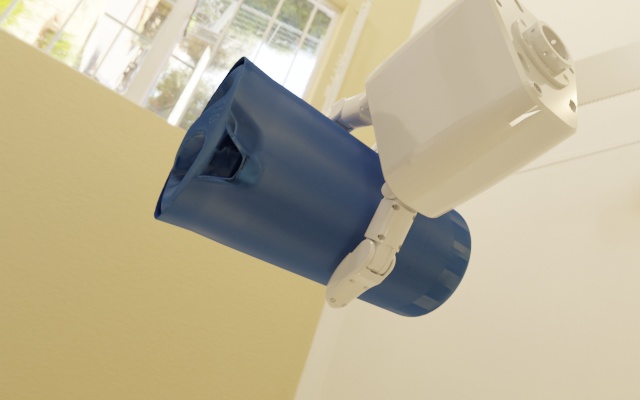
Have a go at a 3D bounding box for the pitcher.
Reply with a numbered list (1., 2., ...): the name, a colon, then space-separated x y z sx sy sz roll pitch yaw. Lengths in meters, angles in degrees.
1. pitcher: 0.000 0.001 0.400 0.243 0.149 0.145 29 -43 -23
